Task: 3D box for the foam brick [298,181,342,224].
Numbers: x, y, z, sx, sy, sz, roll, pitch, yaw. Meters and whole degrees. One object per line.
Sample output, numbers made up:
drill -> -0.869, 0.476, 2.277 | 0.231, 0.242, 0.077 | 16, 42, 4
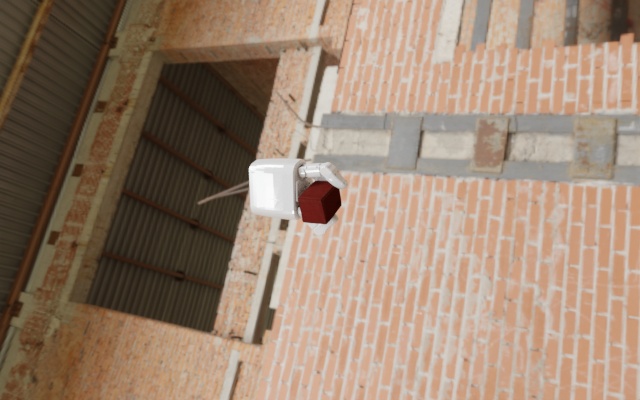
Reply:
foam brick -> 0.000, 0.003, 0.895 | 0.051, 0.053, 0.078 | 4, 29, 25
